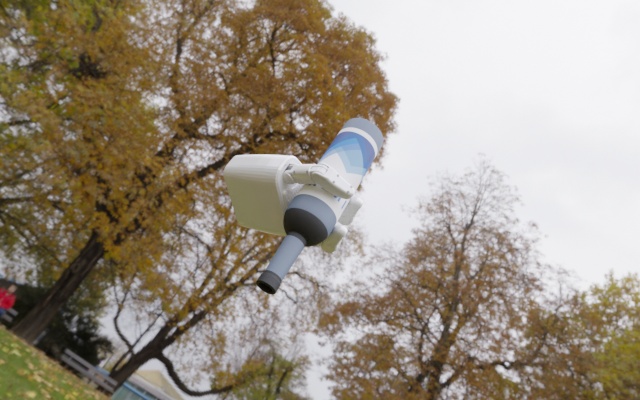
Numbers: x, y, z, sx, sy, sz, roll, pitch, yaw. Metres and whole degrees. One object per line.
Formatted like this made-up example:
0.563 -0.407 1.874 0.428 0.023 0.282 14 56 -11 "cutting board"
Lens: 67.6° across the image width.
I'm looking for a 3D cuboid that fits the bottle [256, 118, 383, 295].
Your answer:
0.000 0.002 0.654 0.069 0.295 0.069 22 -35 16 "bottle"
